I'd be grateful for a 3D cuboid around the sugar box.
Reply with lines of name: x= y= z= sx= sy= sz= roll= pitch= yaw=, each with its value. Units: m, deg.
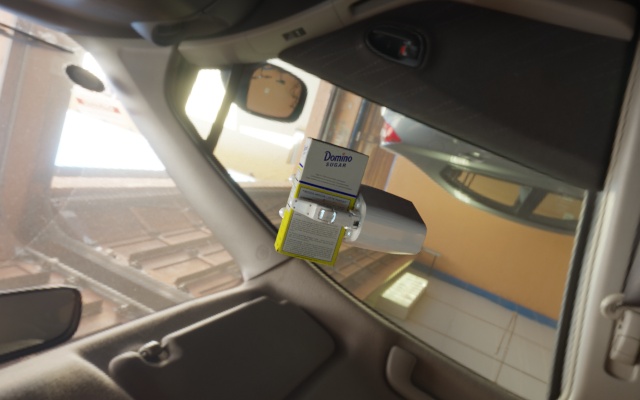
sugar box: x=0.000 y=0.002 z=0.714 sx=0.093 sy=0.176 sz=0.048 roll=16 pitch=7 yaw=-15
